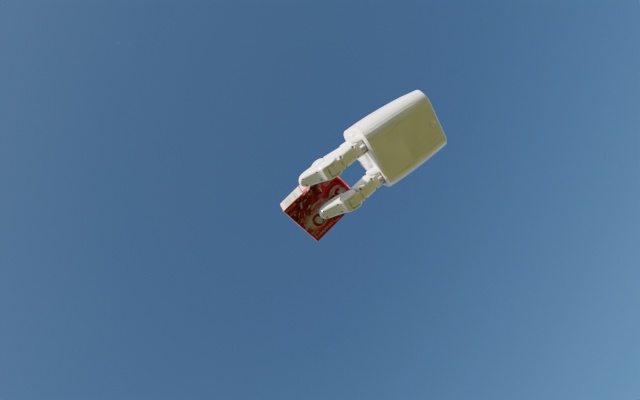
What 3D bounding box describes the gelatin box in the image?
[{"bbox_3d":[0.000,0.002,0.679,0.073,0.089,0.030,43,6,-26],"label":"gelatin box"}]
